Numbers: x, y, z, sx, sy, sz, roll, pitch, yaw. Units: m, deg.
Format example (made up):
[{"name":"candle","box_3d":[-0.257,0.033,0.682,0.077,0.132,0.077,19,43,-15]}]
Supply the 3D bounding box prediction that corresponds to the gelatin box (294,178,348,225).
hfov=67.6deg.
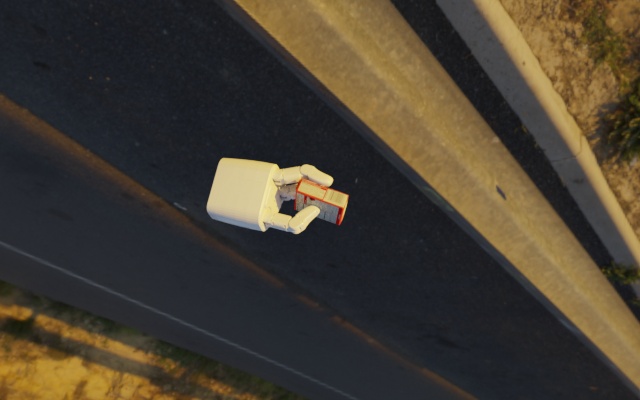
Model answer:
[{"name":"gelatin box","box_3d":[0.000,0.003,0.830,0.089,0.030,0.073,20,-26,6]}]
